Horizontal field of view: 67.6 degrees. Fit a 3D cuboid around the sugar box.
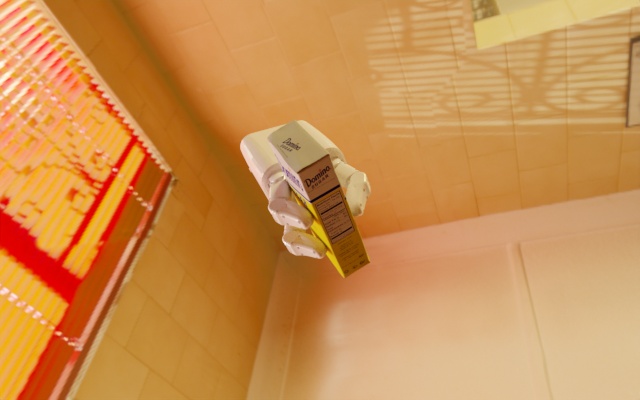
[{"bbox_3d":[0.000,0.002,0.556,0.048,0.176,0.093,-33,41,-7],"label":"sugar box"}]
